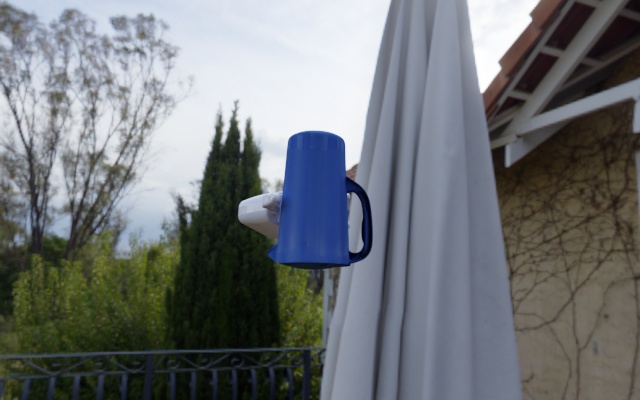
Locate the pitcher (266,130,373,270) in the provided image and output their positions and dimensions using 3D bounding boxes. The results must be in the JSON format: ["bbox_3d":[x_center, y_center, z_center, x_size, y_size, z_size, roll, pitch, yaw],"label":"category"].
[{"bbox_3d":[0.000,0.003,0.865,0.149,0.242,0.145,10,-13,-39],"label":"pitcher"}]
